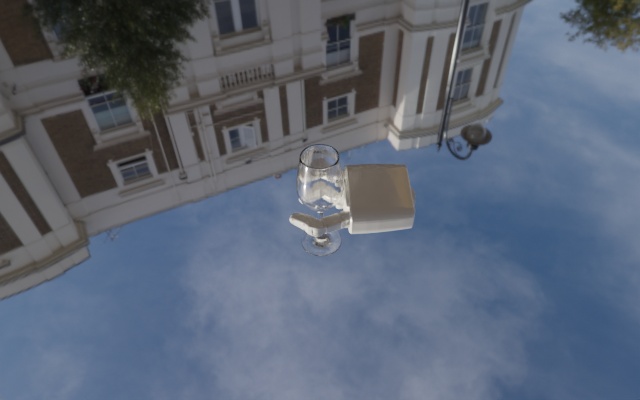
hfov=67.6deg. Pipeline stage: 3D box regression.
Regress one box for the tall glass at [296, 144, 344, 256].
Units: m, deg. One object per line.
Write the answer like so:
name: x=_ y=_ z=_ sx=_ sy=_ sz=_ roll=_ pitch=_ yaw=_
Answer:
tall glass: x=0.000 y=0.003 z=0.804 sx=0.079 sy=0.201 sz=0.079 roll=-1 pitch=45 yaw=1
